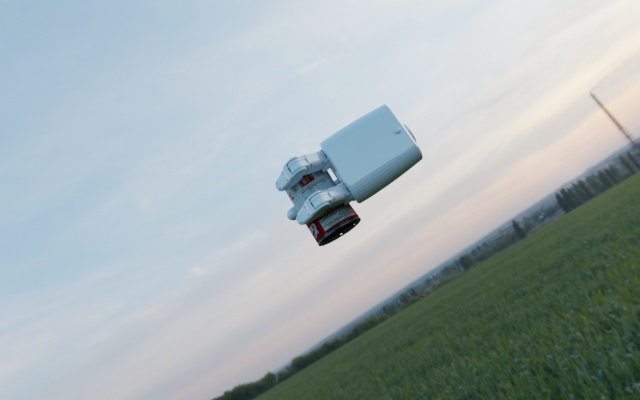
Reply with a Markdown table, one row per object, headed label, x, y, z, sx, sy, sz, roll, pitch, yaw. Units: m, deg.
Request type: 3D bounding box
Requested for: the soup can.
| label | x | y | z | sx | sy | sz | roll | pitch | yaw |
| --- | --- | --- | --- | --- | --- | --- | --- | --- | --- |
| soup can | 0.000 | 0.002 | 0.657 | 0.068 | 0.102 | 0.068 | -30 | -14 | -9 |
